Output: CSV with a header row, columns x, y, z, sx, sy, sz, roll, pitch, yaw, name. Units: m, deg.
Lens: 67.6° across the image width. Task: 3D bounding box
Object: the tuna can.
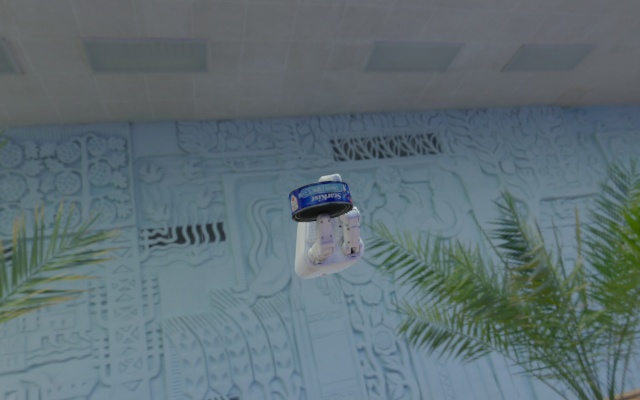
x,y,z,sx,sy,sz,roll,pitch,yaw,name
0.000,0.002,0.654,0.086,0.033,0.086,-10,-15,-3,tuna can
